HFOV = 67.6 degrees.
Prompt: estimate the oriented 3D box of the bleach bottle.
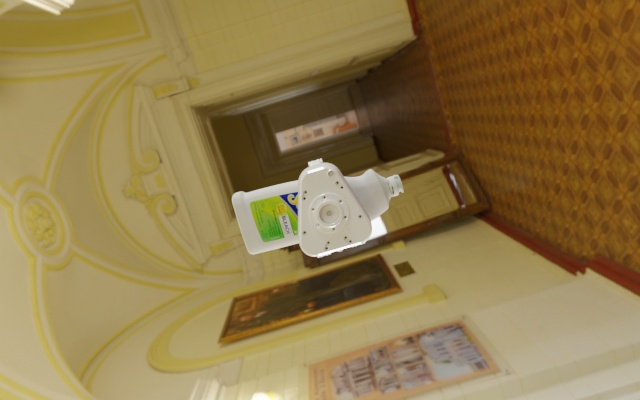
[{"bbox_3d":[0.000,0.003,0.733,0.251,0.102,0.068,-17,4,1],"label":"bleach bottle"}]
